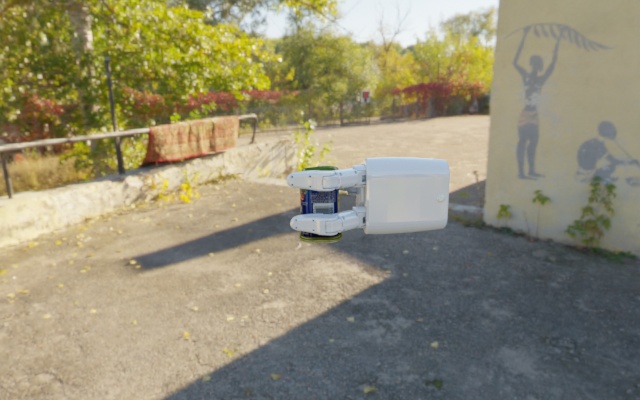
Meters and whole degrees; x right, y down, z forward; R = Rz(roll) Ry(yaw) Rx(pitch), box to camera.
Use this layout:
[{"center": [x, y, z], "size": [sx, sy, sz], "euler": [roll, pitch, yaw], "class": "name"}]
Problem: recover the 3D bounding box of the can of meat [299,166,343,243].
[{"center": [0.000, 0.002, 0.652], "size": [0.057, 0.084, 0.102], "euler": [-1, 15, 1], "class": "can of meat"}]
